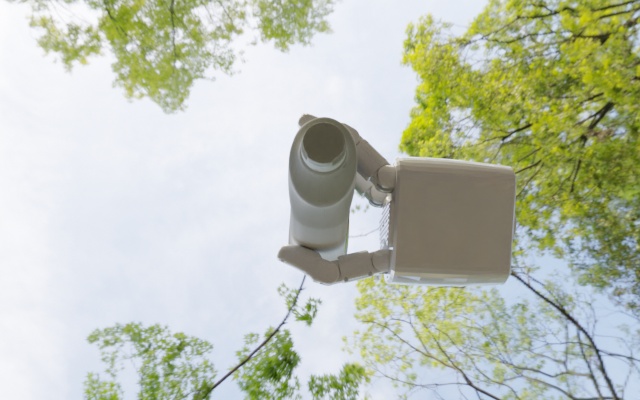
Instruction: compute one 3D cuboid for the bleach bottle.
[{"bbox_3d":[0.000,0.001,0.431,0.068,0.102,0.251,3,-14,0],"label":"bleach bottle"}]
